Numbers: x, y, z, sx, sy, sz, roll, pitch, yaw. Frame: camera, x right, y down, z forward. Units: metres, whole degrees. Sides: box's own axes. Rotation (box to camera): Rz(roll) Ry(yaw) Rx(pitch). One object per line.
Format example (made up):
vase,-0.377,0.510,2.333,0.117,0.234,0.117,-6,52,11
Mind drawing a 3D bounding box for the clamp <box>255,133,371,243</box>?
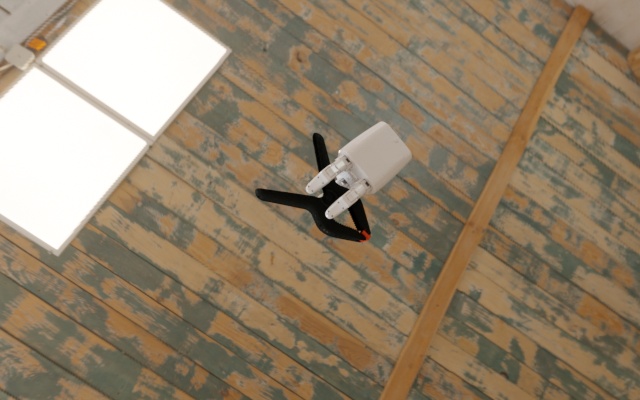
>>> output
clamp,0.000,0.003,0.843,0.164,0.210,0.036,-39,-2,-18
